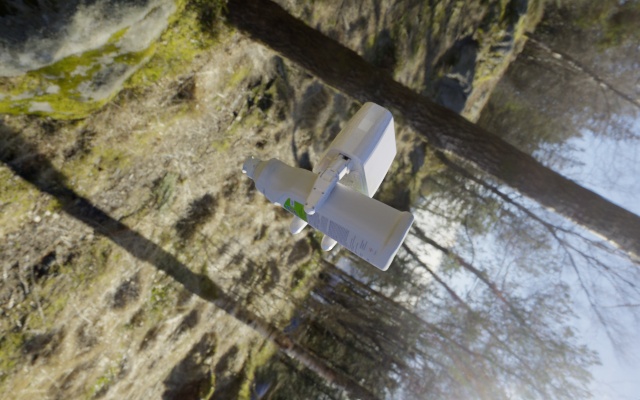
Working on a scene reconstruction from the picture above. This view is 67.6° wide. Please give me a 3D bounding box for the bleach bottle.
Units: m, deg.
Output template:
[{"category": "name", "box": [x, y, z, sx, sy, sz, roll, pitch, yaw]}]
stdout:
[{"category": "bleach bottle", "box": [0.000, 0.002, 0.671, 0.251, 0.068, 0.103, 29, -26, 11]}]
